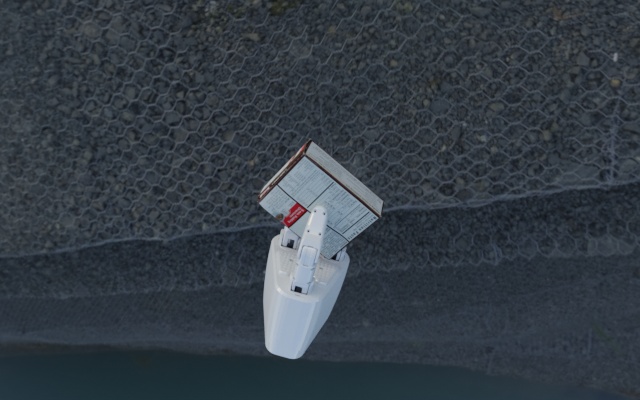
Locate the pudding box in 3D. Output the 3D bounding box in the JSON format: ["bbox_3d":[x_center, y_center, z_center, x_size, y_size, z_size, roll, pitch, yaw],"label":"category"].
[{"bbox_3d":[0.000,0.002,0.530,0.090,0.113,0.039,-43,17,30],"label":"pudding box"}]
